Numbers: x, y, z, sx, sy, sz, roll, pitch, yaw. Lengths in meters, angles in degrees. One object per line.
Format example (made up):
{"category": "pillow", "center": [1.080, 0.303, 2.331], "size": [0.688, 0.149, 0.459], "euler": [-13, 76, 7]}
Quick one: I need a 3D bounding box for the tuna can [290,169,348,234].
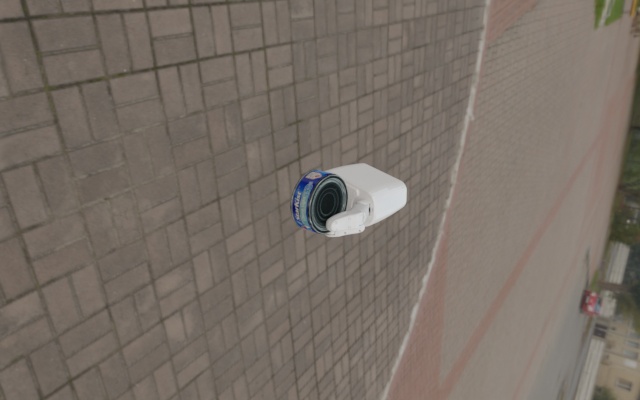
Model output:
{"category": "tuna can", "center": [0.000, 0.002, 0.657], "size": [0.033, 0.086, 0.086], "euler": [15, 10, 38]}
